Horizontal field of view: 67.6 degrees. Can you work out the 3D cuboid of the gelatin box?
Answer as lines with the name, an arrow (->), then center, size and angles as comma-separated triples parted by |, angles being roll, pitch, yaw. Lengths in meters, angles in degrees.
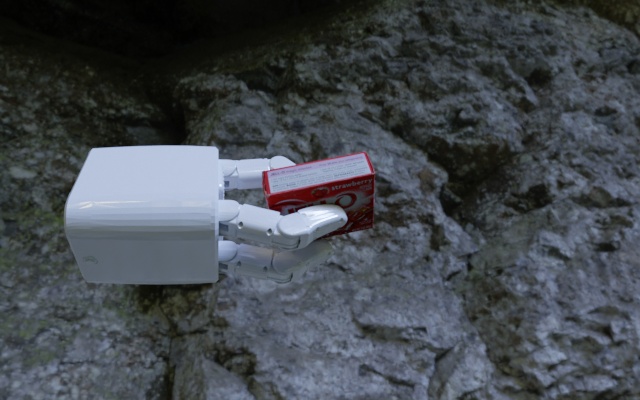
gelatin box -> 0.000, 0.001, 0.404 | 0.089, 0.030, 0.073 | -12, -39, -5
